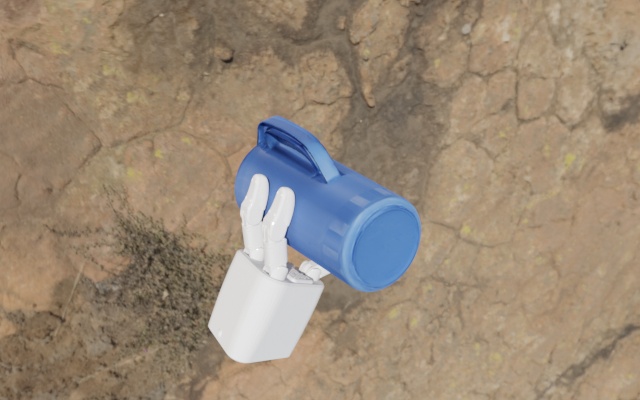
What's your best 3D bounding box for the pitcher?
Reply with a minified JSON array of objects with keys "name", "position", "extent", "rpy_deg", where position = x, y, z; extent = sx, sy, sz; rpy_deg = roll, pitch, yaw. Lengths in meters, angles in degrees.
[{"name":"pitcher","position":[0.000,0.002,0.577],"extent":[0.149,0.145,0.242],"rpy_deg":[23,4,-39]}]
